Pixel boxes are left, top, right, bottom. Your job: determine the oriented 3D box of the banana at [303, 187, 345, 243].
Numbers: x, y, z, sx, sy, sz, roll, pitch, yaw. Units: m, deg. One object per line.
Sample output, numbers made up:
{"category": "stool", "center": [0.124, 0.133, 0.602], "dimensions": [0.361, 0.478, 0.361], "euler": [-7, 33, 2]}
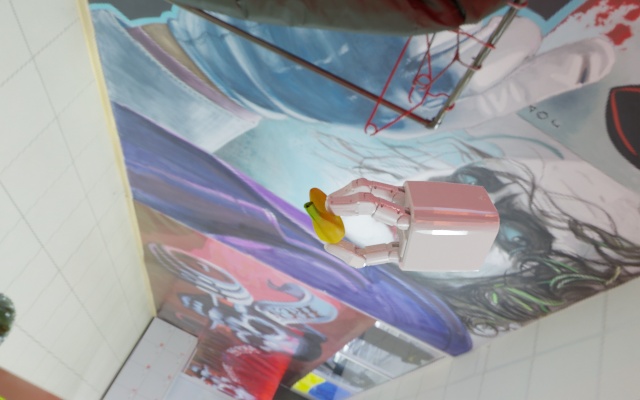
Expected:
{"category": "banana", "center": [0.007, 0.020, 0.641], "dimensions": [0.037, 0.069, 0.198], "euler": [-21, 6, 1]}
